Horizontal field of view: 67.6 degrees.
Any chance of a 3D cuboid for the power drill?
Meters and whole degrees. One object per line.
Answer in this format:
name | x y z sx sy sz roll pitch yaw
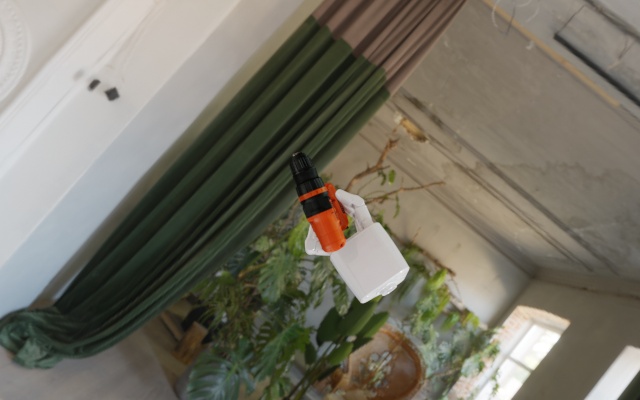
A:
power drill | 0.000 0.003 0.898 0.057 0.184 0.187 -21 -3 8
